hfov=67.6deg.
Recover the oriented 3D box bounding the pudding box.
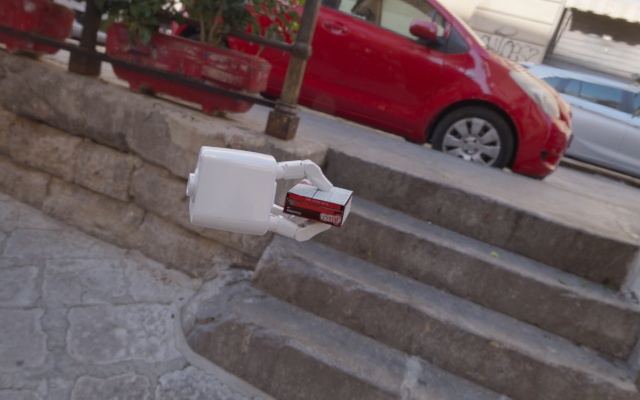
[{"bbox_3d":[0.000,0.002,0.737,0.090,0.039,0.113,15,16,8],"label":"pudding box"}]
